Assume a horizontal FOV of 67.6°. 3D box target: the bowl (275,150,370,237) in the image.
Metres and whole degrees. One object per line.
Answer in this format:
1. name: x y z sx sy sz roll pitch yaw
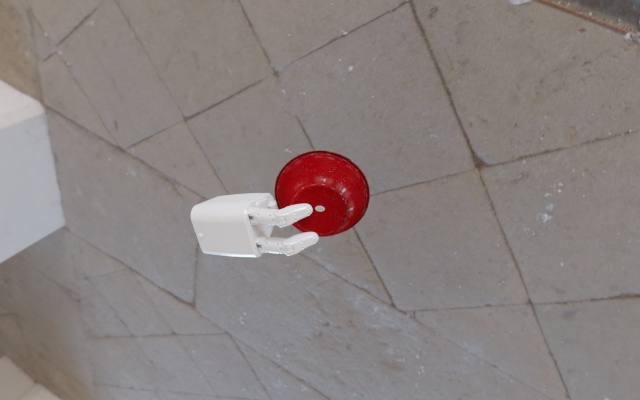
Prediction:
1. bowl: 0.001 0.002 0.781 0.162 0.162 0.055 0 28 5
